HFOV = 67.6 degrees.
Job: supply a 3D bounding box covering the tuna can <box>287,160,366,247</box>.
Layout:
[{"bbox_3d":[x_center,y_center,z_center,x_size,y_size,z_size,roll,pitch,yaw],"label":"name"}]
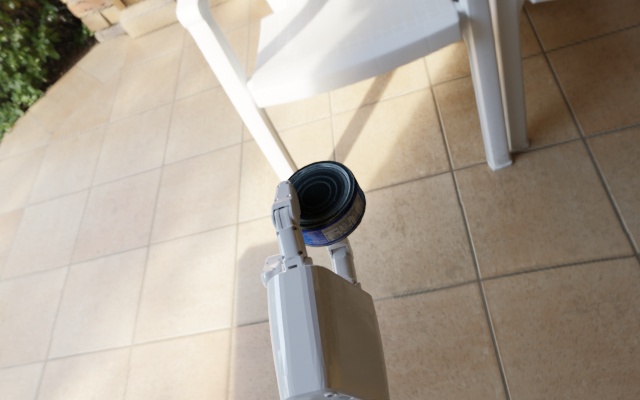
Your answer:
[{"bbox_3d":[0.000,0.001,0.476,0.086,0.086,0.034,0,-35,26],"label":"tuna can"}]
